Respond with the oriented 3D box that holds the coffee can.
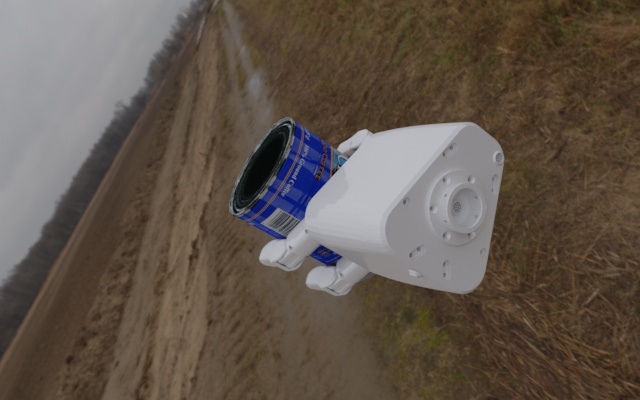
[{"bbox_3d":[0.000,0.001,0.455,0.140,0.102,0.103,31,-13,-23],"label":"coffee can"}]
